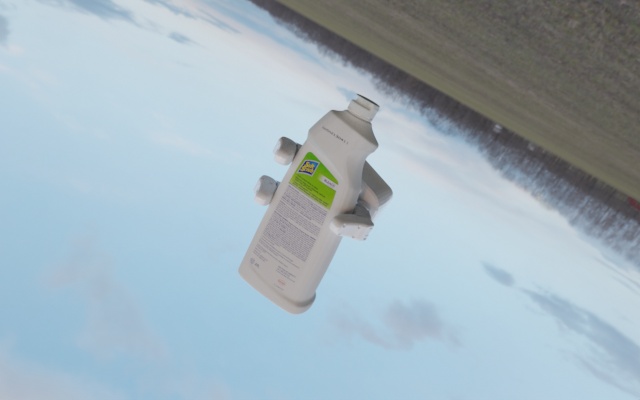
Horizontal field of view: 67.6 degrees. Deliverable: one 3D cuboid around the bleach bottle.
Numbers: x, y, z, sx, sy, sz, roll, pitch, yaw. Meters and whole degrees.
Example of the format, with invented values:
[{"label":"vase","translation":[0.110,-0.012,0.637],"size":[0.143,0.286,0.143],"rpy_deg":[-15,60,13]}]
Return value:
[{"label":"bleach bottle","translation":[0.000,0.002,0.545],"size":[0.102,0.251,0.068],"rpy_deg":[33,18,13]}]
